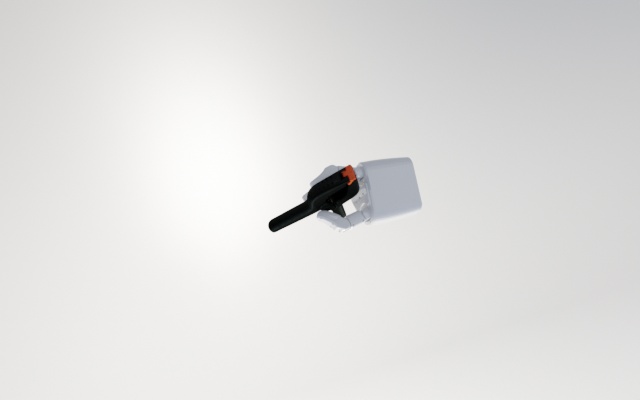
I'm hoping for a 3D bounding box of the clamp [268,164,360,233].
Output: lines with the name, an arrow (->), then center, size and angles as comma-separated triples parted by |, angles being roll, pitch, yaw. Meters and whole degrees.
clamp -> 0.001, 0.003, 0.843 | 0.164, 0.036, 0.210 | -11, -21, -22
